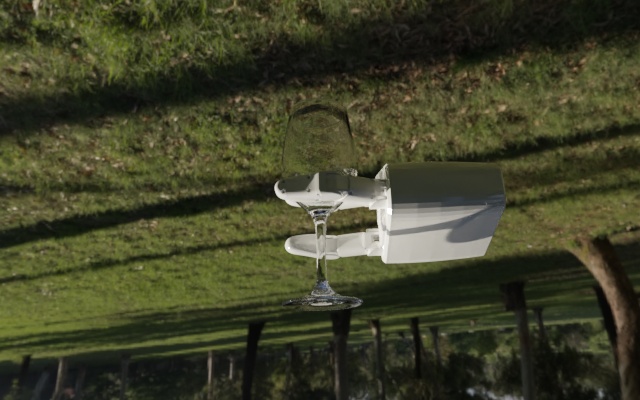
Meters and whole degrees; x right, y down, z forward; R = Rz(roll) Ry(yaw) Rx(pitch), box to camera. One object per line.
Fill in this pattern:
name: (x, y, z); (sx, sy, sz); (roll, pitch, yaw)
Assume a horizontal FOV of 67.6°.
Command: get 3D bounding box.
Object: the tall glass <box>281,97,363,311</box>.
tall glass: (0.000, 0.002, 0.468); (0.079, 0.201, 0.079); (-1, -20, -1)
